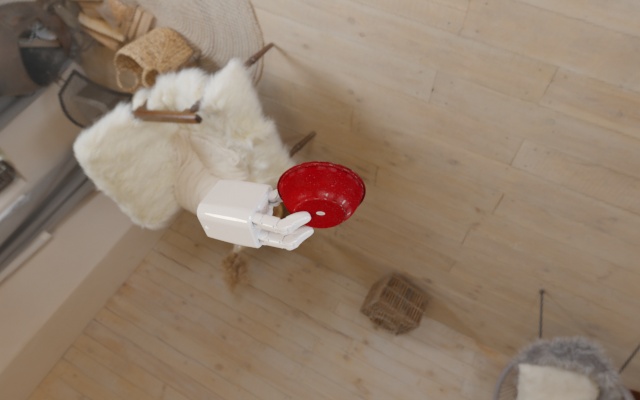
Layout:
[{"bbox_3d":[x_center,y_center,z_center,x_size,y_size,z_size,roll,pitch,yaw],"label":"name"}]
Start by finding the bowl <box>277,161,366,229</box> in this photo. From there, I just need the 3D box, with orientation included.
[{"bbox_3d":[0.001,0.003,0.848,0.162,0.055,0.162,2,-37,2],"label":"bowl"}]
